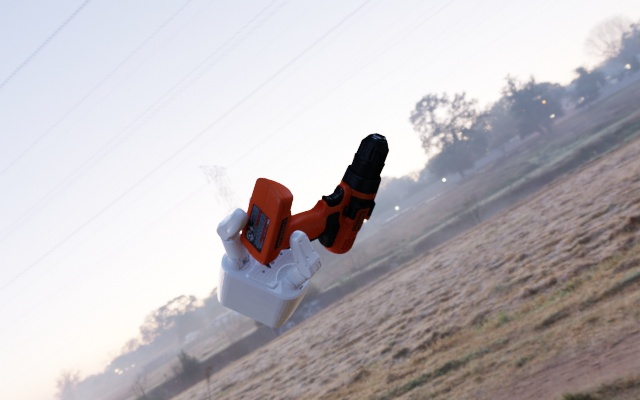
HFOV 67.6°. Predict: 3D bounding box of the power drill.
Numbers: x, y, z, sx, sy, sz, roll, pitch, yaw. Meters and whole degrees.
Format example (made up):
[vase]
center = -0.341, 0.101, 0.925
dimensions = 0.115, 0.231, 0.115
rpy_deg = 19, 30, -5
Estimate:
[power drill]
center = 0.000, 0.002, 0.602
dimensions = 0.187, 0.184, 0.057
rpy_deg = -9, 37, -42
